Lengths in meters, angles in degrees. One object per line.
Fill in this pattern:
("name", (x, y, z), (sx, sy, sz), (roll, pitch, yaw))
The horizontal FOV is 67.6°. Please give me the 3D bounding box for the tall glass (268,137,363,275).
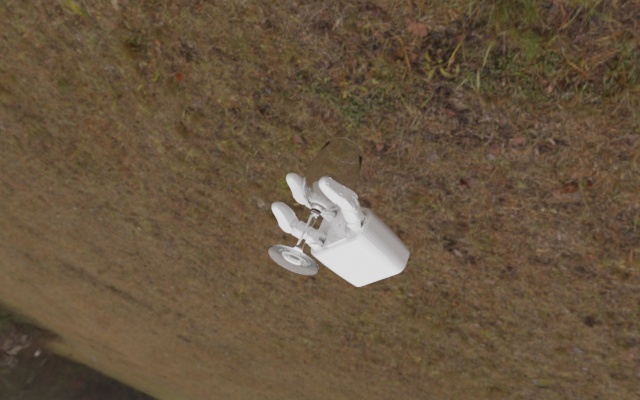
("tall glass", (0.000, 0.003, 0.685), (0.079, 0.201, 0.079), (19, -29, 11))
